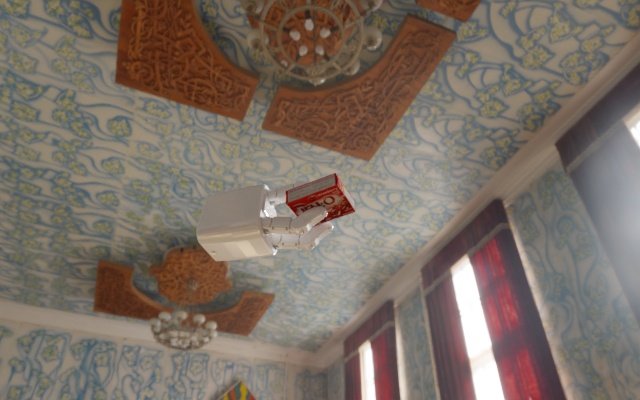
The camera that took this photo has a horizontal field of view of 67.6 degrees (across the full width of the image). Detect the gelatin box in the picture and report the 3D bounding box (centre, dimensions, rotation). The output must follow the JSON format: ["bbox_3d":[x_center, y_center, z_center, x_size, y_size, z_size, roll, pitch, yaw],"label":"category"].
[{"bbox_3d":[0.000,0.002,0.748,0.089,0.030,0.073,-20,-43,16],"label":"gelatin box"}]
